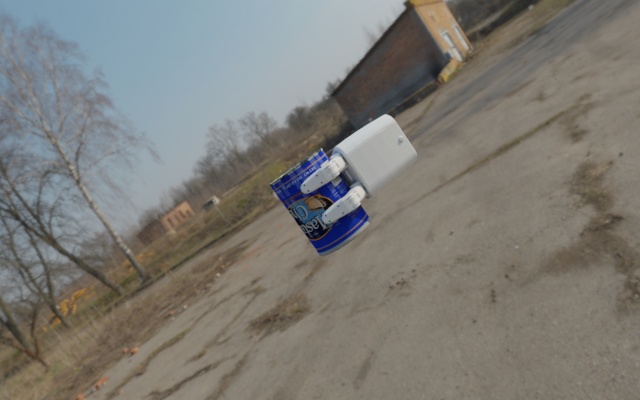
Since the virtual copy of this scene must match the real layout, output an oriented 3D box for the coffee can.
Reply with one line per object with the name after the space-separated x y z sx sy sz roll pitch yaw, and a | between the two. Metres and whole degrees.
0.000 0.003 0.761 0.103 0.140 0.103 -35 7 5 | coffee can
